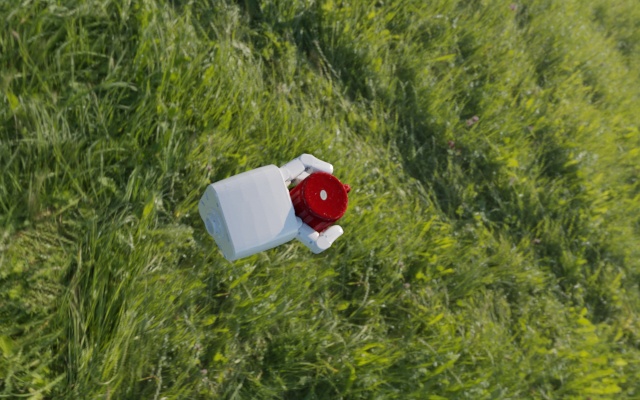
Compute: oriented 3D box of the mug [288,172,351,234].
[{"bbox_3d":[0.001,0.002,0.755,0.117,0.093,0.081,-22,-9,-32],"label":"mug"}]
